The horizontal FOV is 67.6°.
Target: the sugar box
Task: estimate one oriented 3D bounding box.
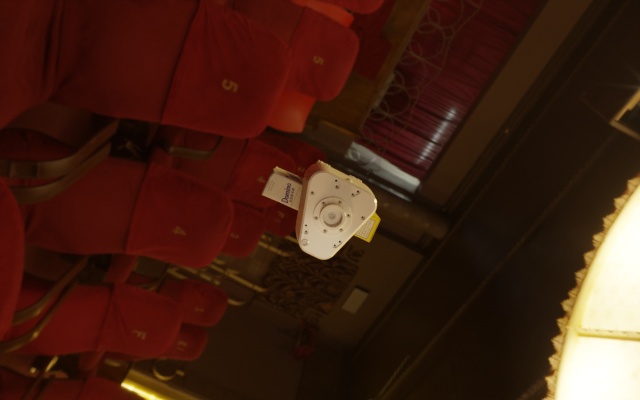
[{"bbox_3d":[0.000,0.002,0.741,0.176,0.048,0.093,26,7,-6],"label":"sugar box"}]
